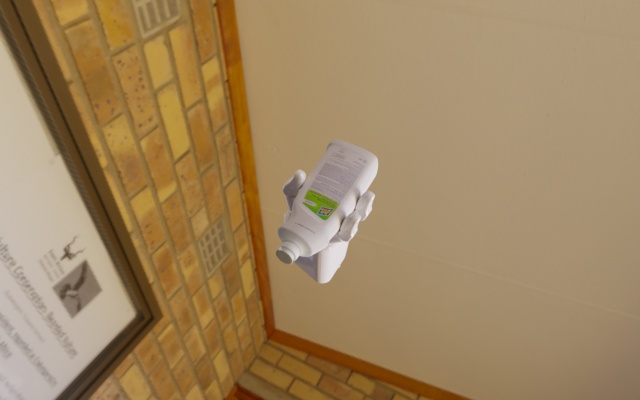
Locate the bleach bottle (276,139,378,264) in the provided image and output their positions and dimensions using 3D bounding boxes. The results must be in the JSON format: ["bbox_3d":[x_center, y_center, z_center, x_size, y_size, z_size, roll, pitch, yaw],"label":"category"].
[{"bbox_3d":[0.000,0.003,0.773,0.102,0.068,0.250,23,49,18],"label":"bleach bottle"}]
